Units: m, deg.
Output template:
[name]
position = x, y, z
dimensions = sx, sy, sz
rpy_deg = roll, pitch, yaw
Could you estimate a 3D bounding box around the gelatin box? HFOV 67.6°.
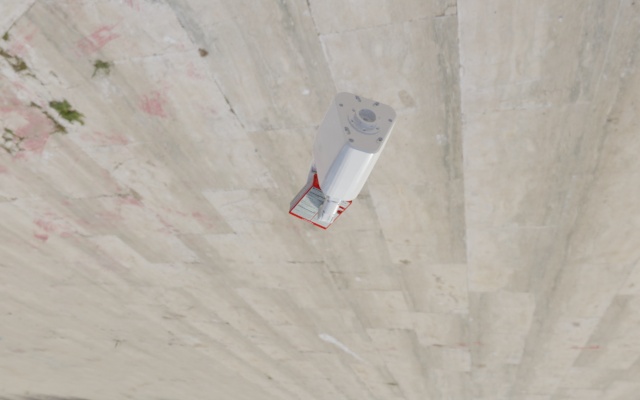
[gelatin box]
position = 0.000, 0.003, 0.783
dimensions = 0.073, 0.030, 0.089
rpy_deg = 24, -45, -18
